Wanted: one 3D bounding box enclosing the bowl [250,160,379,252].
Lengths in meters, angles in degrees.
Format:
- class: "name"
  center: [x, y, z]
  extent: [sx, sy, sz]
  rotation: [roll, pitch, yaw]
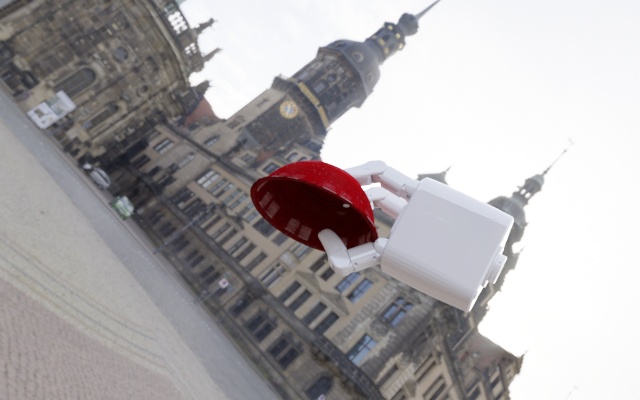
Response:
- class: "bowl"
  center: [-0.001, 0.001, 0.571]
  extent: [0.162, 0.055, 0.162]
  rotation: [19, -28, 10]
